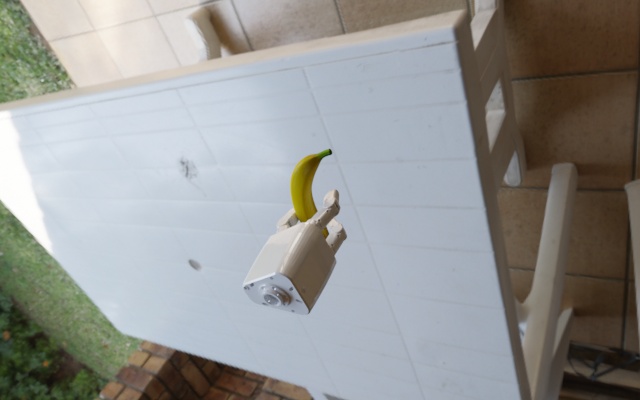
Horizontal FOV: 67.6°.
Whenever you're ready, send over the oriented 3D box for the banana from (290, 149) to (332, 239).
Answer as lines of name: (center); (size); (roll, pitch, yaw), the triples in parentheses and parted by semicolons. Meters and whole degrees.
banana: (-0.018, -0.003, 0.819); (0.069, 0.198, 0.037); (11, 41, 12)
